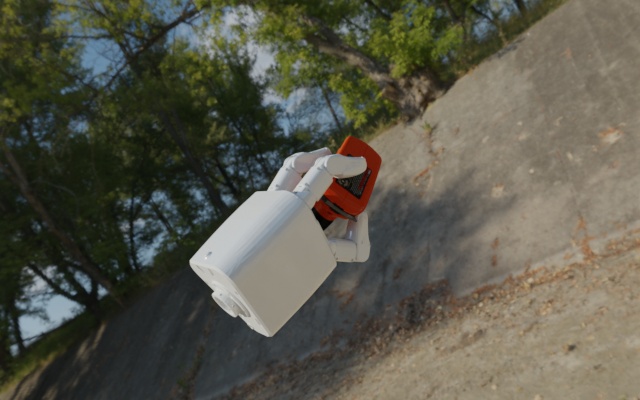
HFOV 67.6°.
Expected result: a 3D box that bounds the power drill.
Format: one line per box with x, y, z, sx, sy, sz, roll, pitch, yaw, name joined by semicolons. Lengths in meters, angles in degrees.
0.000;0.002;0.612;0.057;0.184;0.188;32;-42;-11;power drill
